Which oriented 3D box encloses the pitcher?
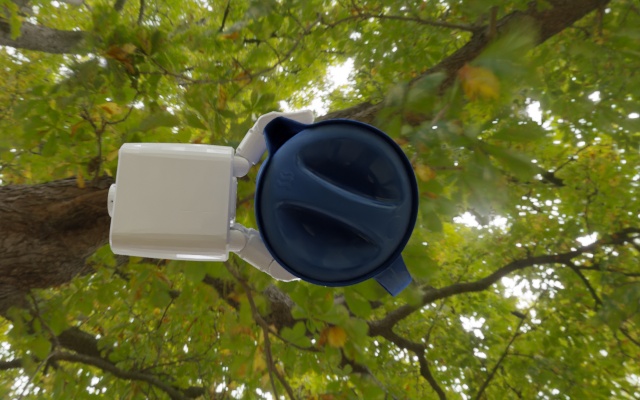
[{"bbox_3d":[0.000,0.002,0.488,0.145,0.149,0.243,4,4,-11],"label":"pitcher"}]
